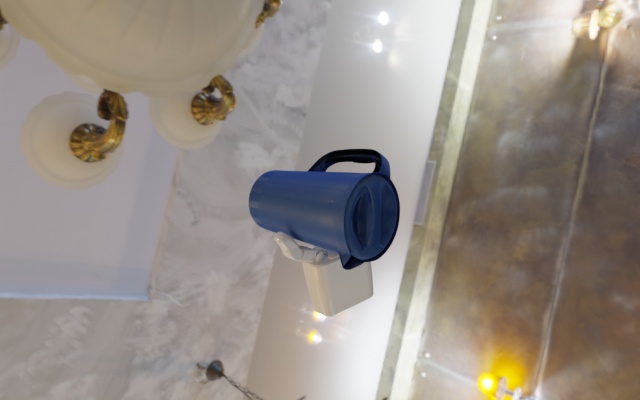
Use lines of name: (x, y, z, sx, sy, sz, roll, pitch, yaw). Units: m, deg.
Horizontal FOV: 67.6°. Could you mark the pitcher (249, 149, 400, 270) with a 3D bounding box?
pitcher: (0.000, 0.003, 0.775, 0.243, 0.145, 0.149, 10, 31, 43)
